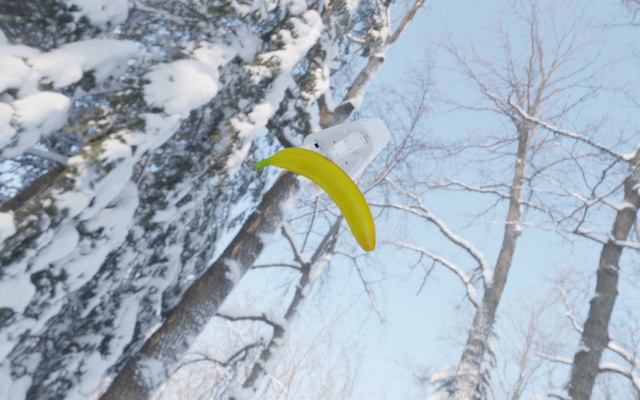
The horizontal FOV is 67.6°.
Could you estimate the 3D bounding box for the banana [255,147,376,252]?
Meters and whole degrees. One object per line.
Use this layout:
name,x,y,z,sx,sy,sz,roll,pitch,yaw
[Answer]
banana,0.008,-0.015,0.635,0.197,0.069,0.037,37,3,15
